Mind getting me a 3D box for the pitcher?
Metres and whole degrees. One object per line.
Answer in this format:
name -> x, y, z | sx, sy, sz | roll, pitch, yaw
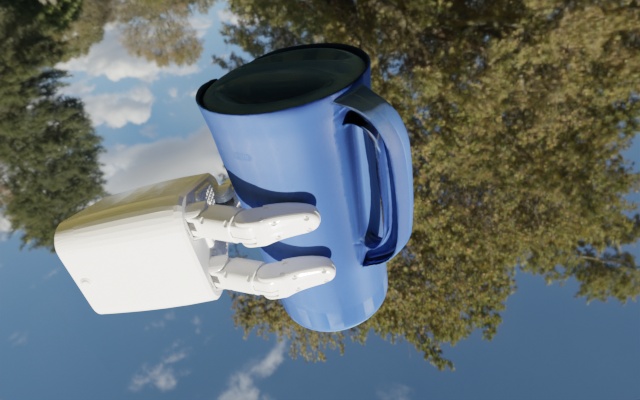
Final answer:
pitcher -> 0.000, 0.001, 0.412 | 0.145, 0.243, 0.149 | -11, 34, 4
